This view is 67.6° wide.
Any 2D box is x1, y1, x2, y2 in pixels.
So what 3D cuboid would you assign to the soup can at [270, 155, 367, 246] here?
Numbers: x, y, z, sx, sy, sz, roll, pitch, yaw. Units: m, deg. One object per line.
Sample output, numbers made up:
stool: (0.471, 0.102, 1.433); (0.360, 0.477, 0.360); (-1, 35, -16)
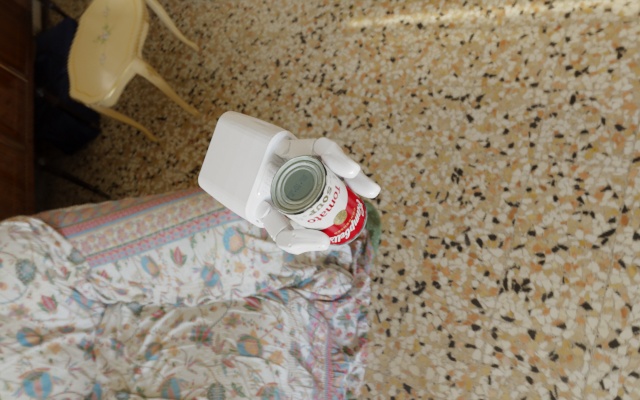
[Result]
soup can: (0.000, 0.002, 0.520); (0.068, 0.068, 0.102); (0, -22, 30)
